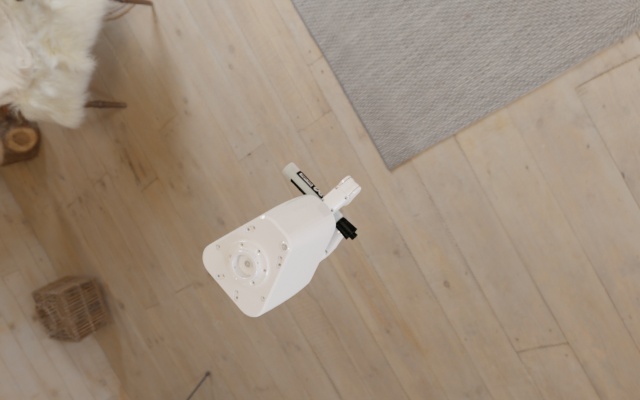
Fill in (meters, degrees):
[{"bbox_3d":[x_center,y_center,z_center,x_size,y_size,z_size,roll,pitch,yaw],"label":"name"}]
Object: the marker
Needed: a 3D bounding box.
[{"bbox_3d":[0.000,0.002,0.582,0.020,0.121,0.020,-42,-10,-9],"label":"marker"}]
